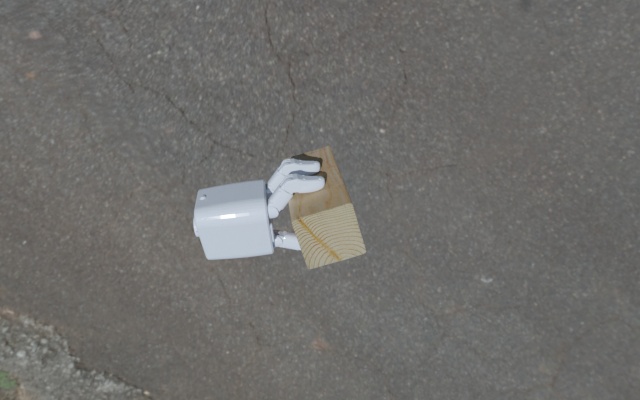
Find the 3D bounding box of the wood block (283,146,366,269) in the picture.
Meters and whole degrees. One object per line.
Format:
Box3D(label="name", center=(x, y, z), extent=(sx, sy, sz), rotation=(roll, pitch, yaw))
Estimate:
Box3D(label="wood block", center=(0.000, 0.003, 0.755), extent=(0.090, 0.091, 0.206), rotation=(-17, 30, 1))
